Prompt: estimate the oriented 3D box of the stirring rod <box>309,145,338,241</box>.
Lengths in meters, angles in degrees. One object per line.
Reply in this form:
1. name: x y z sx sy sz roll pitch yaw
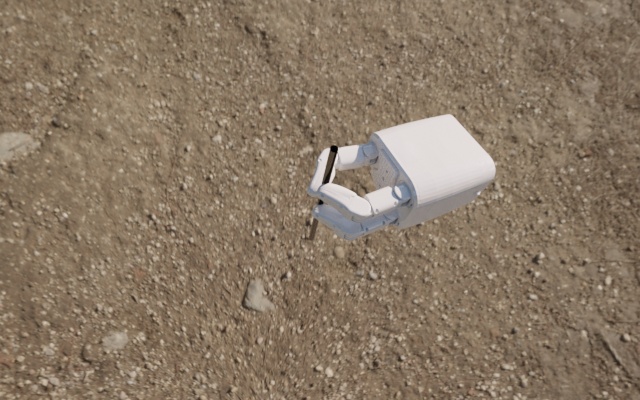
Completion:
1. stirring rod: 0.000 0.002 0.553 0.011 0.011 0.240 0 -24 -7
